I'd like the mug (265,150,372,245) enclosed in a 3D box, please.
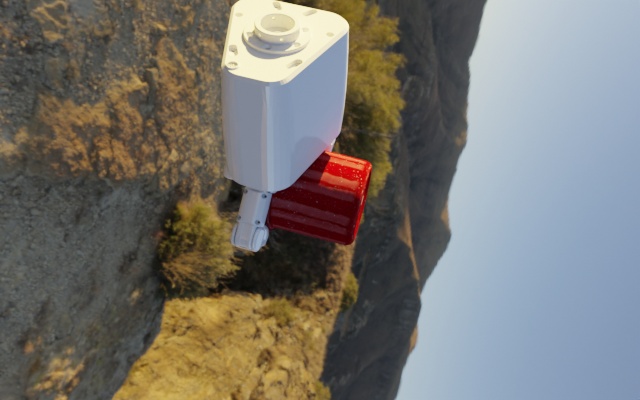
[{"bbox_3d":[0.000,0.002,0.462,0.081,0.093,0.117,14,-36,8],"label":"mug"}]
